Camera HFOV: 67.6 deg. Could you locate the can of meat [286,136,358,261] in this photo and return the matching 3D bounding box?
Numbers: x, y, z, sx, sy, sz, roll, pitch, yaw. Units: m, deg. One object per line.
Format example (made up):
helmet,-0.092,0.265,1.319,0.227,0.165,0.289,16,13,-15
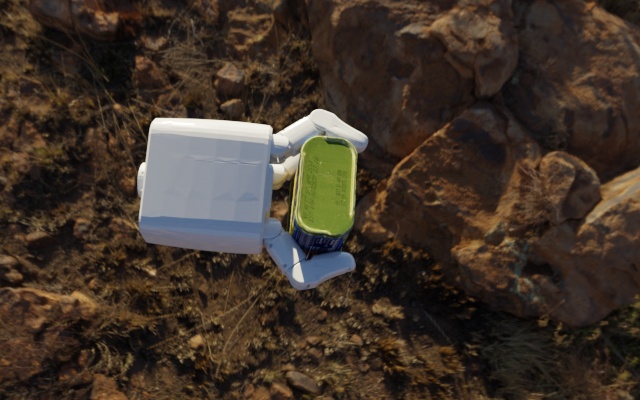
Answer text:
can of meat,0.000,0.001,0.449,0.057,0.102,0.084,6,-24,-6
